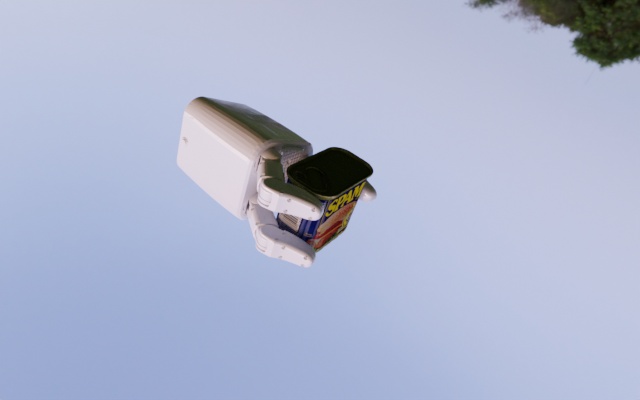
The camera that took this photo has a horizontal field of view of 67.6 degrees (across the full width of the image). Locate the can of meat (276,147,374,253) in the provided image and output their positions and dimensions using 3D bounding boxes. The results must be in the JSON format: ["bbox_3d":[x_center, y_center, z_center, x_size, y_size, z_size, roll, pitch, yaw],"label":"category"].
[{"bbox_3d":[0.000,0.002,0.497,0.057,0.084,0.102,34,36,20],"label":"can of meat"}]
